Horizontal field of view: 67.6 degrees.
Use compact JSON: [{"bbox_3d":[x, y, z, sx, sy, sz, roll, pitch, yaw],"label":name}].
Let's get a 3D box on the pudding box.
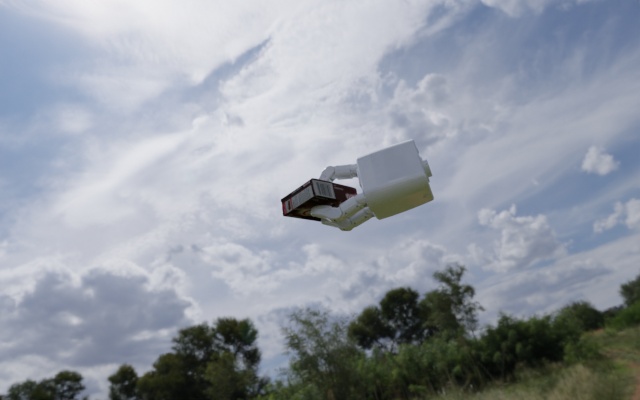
[{"bbox_3d":[0.000,0.003,0.854,0.113,0.039,0.090,13,-34,-41],"label":"pudding box"}]
